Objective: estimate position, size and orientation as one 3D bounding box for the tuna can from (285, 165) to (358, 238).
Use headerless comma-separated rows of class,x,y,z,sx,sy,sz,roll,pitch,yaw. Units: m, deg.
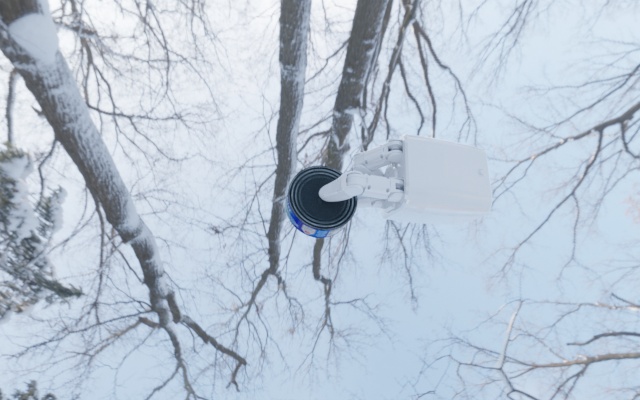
tuna can,0.000,0.002,0.588,0.086,0.086,0.034,0,-24,-13
